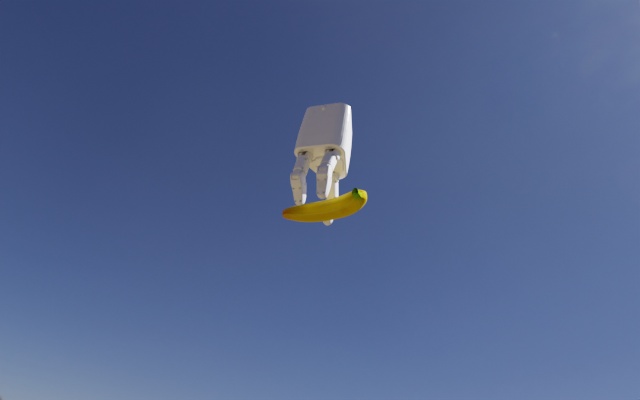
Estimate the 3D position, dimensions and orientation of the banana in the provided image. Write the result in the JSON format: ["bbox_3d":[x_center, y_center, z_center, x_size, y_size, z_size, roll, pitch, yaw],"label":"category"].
[{"bbox_3d":[0.016,0.009,0.847,0.070,0.037,0.198,28,-32,-34],"label":"banana"}]
